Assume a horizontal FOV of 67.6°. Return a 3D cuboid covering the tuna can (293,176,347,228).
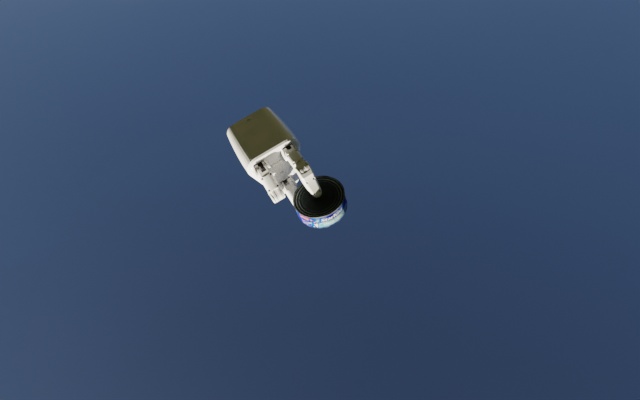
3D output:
[{"bbox_3d":[0.000,0.003,0.780,0.086,0.086,0.034,0,-37,15],"label":"tuna can"}]
